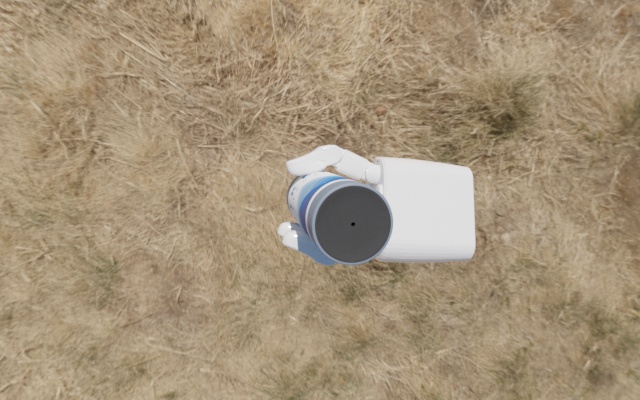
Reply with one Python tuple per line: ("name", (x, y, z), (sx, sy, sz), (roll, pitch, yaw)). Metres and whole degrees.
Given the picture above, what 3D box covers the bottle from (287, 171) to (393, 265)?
("bottle", (0.000, 0.002, 0.519), (0.069, 0.069, 0.295), (0, 7, -10))
